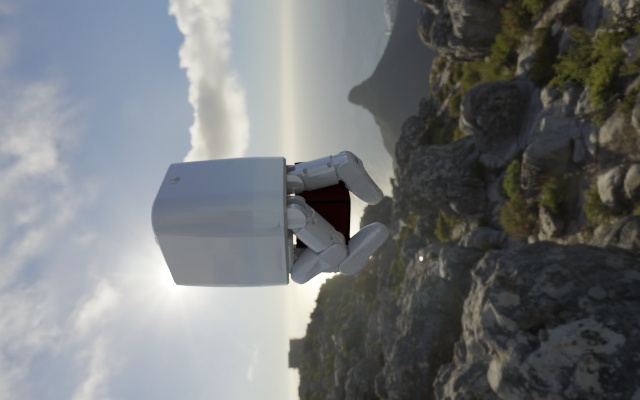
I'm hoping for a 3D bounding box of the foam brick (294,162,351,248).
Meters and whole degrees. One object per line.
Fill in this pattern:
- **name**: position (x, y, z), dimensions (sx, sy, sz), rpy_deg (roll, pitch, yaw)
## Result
- **foam brick**: position (0.000, 0.001, 0.465), dimensions (0.051, 0.053, 0.078), rpy_deg (-2, 32, -2)
